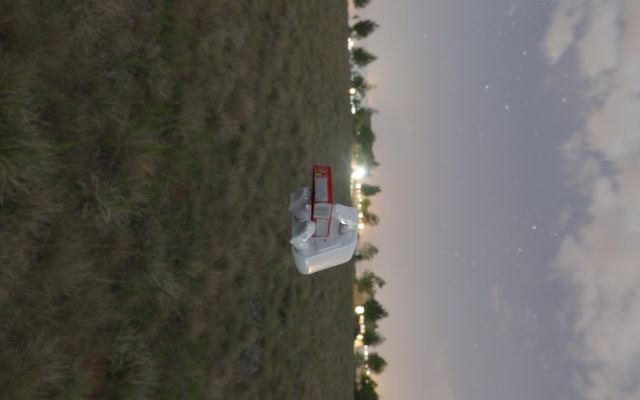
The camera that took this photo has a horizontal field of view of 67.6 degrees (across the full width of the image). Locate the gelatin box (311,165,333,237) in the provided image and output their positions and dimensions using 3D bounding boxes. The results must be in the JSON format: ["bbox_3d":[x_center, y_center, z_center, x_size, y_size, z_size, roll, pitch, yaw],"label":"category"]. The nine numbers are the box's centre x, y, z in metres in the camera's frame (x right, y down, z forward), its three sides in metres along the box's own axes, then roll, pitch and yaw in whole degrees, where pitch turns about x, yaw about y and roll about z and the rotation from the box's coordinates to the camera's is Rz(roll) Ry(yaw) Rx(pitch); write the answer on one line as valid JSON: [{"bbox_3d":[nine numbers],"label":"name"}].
[{"bbox_3d":[0.001,0.002,0.727,0.030,0.073,0.089,2,-38,-3],"label":"gelatin box"}]
